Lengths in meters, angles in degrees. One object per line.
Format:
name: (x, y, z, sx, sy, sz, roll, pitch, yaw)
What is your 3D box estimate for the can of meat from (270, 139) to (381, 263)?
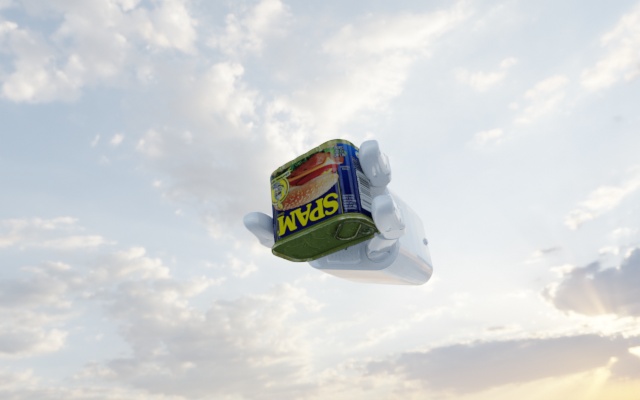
can of meat: (0.000, 0.001, 0.451, 0.102, 0.084, 0.057, -24, -32, 30)
